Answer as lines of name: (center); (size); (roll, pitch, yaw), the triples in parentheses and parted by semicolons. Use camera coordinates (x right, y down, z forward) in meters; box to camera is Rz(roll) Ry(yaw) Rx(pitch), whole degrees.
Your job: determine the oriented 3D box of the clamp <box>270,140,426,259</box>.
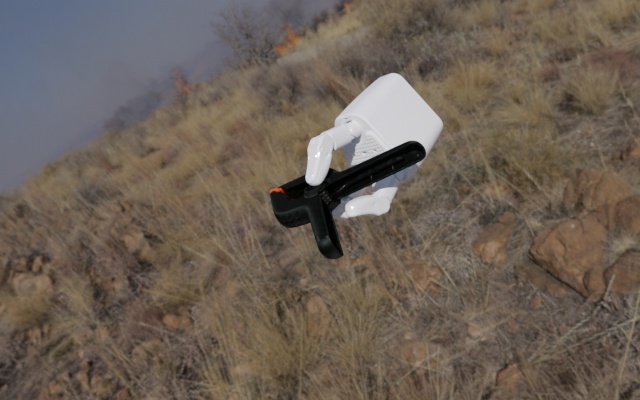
clamp: (-0.001, 0.001, 0.539); (0.210, 0.036, 0.164); (-7, 35, 49)
